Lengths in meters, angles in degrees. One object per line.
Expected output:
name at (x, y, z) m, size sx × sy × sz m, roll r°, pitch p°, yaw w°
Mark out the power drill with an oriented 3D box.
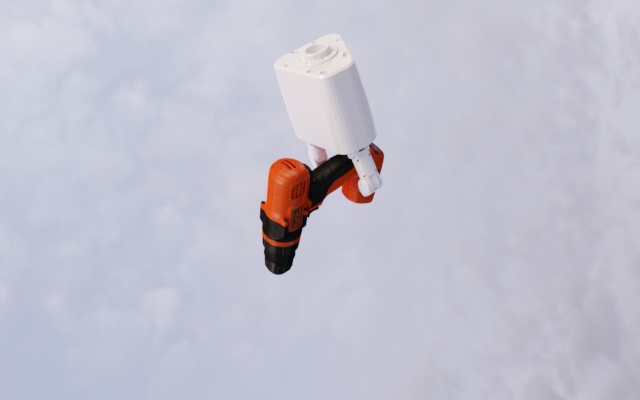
power drill at (0.000, 0.002, 0.647) m, size 0.057 × 0.185 × 0.187 m, roll 37°, pitch 48°, yaw 27°
